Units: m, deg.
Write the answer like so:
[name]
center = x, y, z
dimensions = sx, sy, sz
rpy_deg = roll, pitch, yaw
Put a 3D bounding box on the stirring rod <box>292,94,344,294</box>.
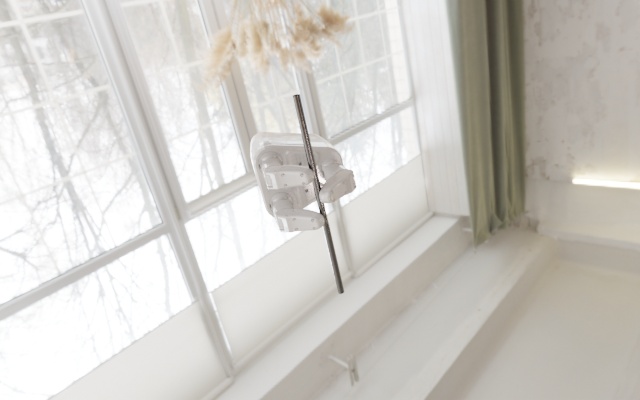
[stirring rod]
center = 0.000, 0.002, 0.530
dimensions = 0.011, 0.240, 0.011
rpy_deg = -11, 22, 5
